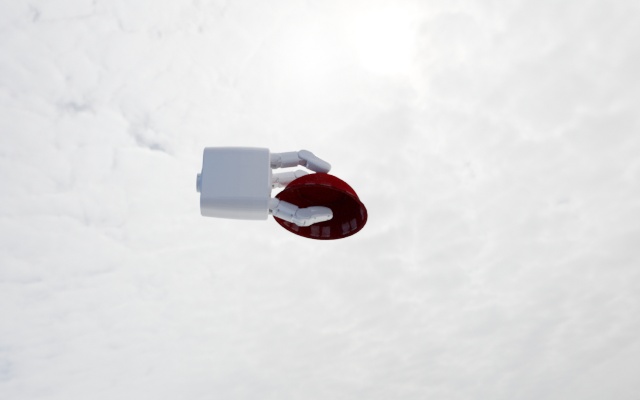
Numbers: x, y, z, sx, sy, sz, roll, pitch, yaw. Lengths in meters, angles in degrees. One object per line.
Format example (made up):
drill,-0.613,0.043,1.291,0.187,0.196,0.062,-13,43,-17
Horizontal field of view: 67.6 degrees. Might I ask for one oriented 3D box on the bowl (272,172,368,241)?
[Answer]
bowl,0.001,0.003,0.798,0.162,0.055,0.162,5,-36,4
